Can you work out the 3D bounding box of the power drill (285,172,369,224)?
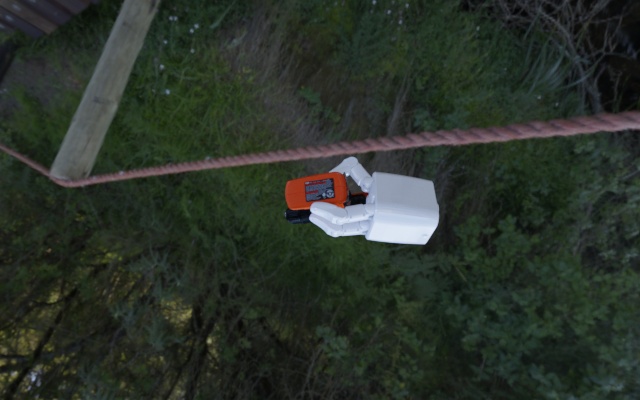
[{"bbox_3d":[0.000,0.003,0.879,0.184,0.057,0.188,-11,-13,13],"label":"power drill"}]
